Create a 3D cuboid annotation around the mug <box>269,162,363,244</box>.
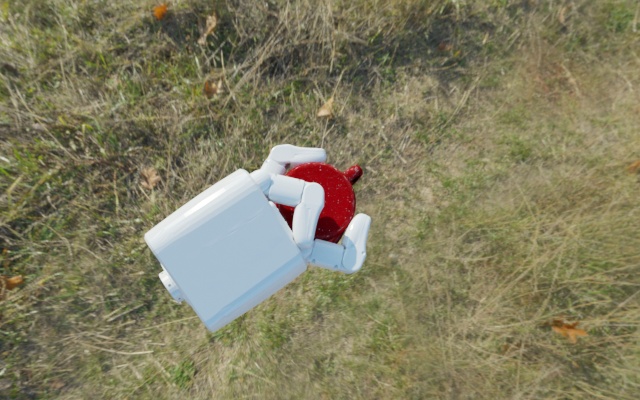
[{"bbox_3d":[0.001,0.001,0.510,0.117,0.093,0.081,-36,-6,-15],"label":"mug"}]
